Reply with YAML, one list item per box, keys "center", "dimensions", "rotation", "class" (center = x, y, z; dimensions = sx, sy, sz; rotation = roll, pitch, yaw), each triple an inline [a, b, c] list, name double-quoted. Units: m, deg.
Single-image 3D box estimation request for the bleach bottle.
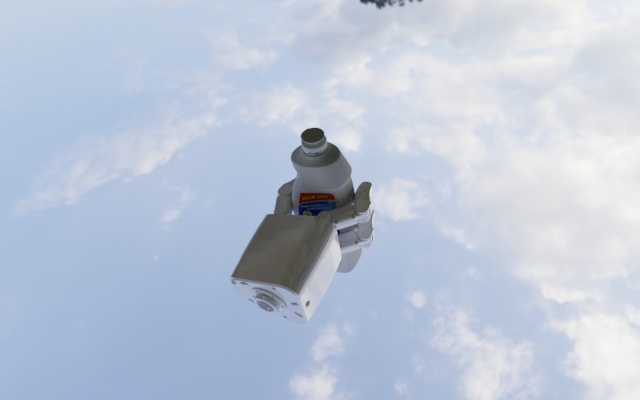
- center: [0.000, 0.002, 0.660]
  dimensions: [0.102, 0.068, 0.251]
  rotation: [14, -37, 21]
  class: "bleach bottle"
